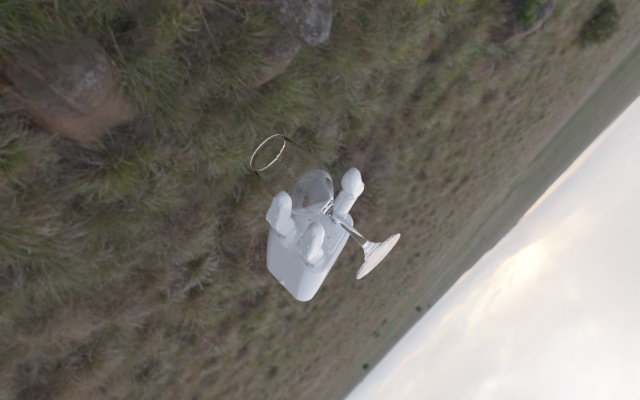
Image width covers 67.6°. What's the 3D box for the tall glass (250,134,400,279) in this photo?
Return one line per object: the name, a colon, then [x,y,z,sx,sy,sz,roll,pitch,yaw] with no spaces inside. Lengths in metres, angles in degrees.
tall glass: [0.001,0.002,0.598,0.201,0.079,0.079,43,16,18]
